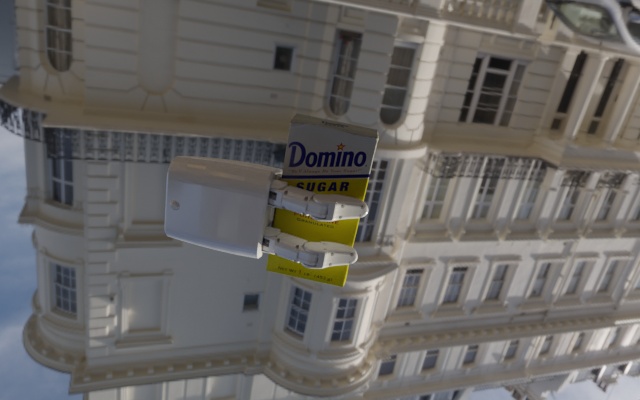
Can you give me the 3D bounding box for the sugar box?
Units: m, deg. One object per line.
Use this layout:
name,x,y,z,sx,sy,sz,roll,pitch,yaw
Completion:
sugar box,0.000,0.002,0.523,0.093,0.176,0.048,11,23,2
